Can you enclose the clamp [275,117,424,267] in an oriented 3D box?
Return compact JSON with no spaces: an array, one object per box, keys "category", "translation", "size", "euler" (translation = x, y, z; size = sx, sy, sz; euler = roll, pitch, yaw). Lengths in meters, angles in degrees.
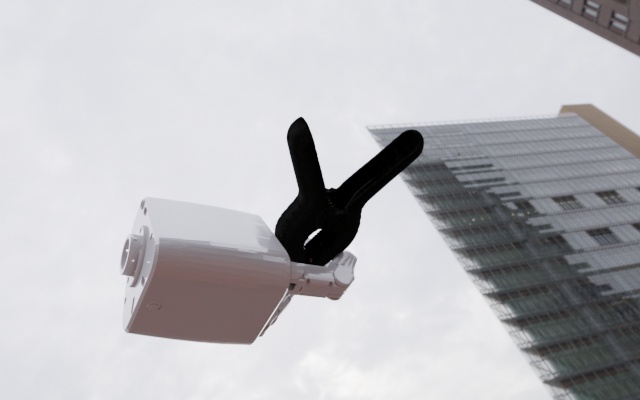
[{"category":"clamp","translation":[0.000,0.001,0.402],"size":[0.120,0.171,0.039],"euler":[13,33,-31]}]
